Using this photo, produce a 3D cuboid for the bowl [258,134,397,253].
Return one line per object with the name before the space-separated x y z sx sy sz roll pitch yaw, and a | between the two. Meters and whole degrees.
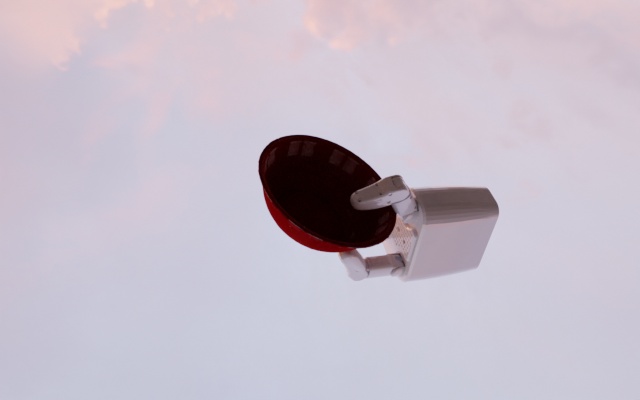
bowl | -0.001 0.002 0.521 0.162 0.162 0.055 0 -41 -34
